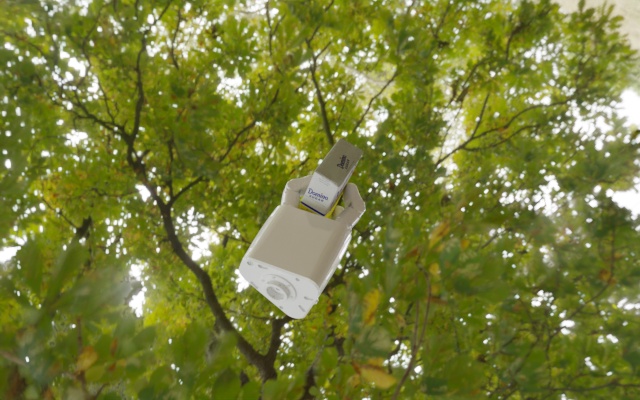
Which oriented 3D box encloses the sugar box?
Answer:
[{"bbox_3d":[0.000,0.003,0.704,0.048,0.176,0.093,32,45,3],"label":"sugar box"}]
